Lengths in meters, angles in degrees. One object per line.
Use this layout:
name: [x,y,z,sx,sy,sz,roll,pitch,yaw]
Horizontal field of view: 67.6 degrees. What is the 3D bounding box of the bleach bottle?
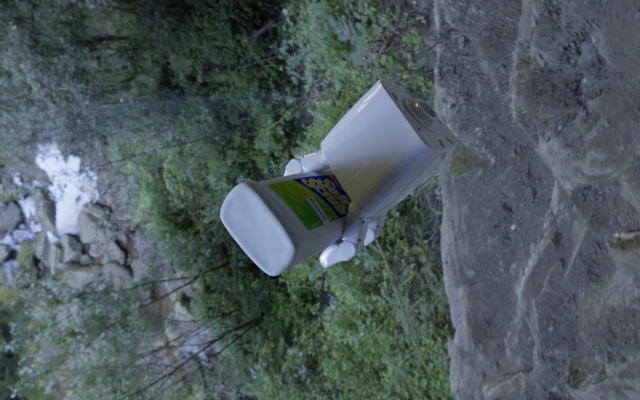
bleach bottle: [0.000,0.002,0.582,0.068,0.102,0.250,-47,-12,32]
